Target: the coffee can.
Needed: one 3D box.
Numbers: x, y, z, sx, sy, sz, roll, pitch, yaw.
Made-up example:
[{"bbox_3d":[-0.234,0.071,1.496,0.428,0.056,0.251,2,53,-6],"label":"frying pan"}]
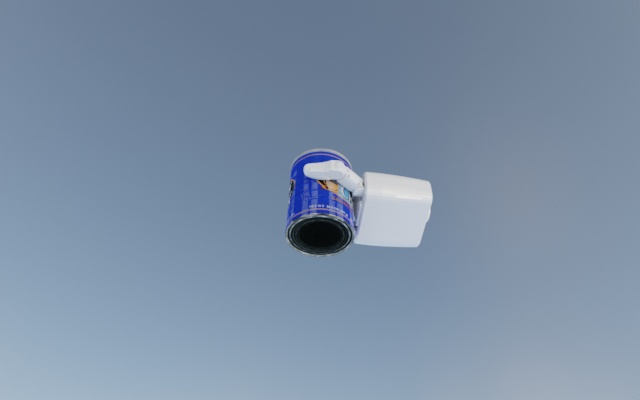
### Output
[{"bbox_3d":[0.000,0.002,0.750,0.103,0.140,0.103,1,-42,1],"label":"coffee can"}]
